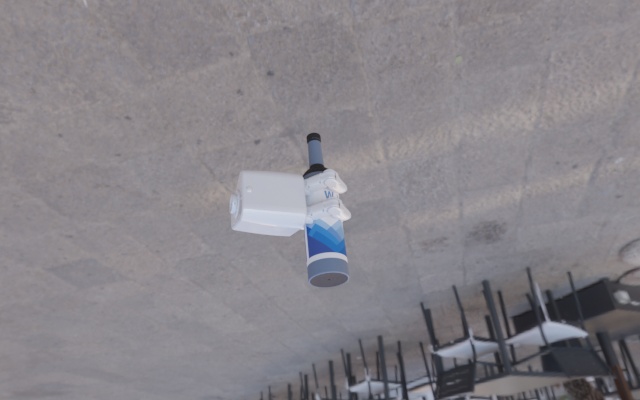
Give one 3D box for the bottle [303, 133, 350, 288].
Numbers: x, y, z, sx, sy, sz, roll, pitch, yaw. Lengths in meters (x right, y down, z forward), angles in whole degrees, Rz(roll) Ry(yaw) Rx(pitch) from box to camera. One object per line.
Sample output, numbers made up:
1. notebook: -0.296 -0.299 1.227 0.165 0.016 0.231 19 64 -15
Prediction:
1. bottle: 0.000 0.003 0.840 0.069 0.295 0.069 -5 -31 -3
